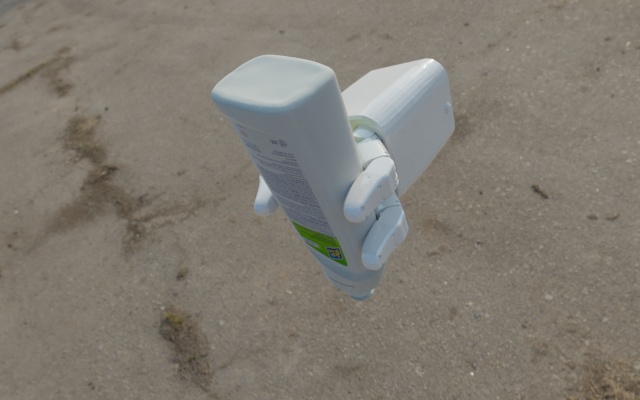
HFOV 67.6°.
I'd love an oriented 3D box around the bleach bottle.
[{"bbox_3d":[0.000,0.001,0.425,0.102,0.251,0.068,24,58,41],"label":"bleach bottle"}]
